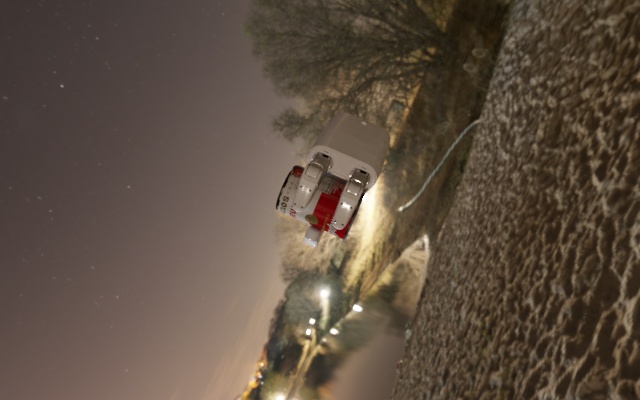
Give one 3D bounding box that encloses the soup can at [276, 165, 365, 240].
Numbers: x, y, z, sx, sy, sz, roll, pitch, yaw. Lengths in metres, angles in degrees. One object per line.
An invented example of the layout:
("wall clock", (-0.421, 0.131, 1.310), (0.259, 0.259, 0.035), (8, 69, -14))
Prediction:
("soup can", (0.000, 0.002, 0.635), (0.102, 0.068, 0.068), (24, 2, 4))
